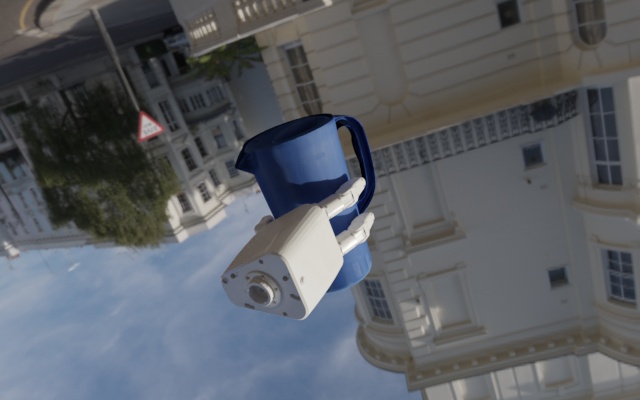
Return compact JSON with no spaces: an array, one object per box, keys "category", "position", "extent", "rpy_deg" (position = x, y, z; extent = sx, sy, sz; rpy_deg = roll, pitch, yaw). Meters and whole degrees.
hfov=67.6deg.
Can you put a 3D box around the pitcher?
[{"category":"pitcher","position":[0.000,0.002,0.687],"extent":[0.149,0.243,0.145],"rpy_deg":[-9,23,27]}]
